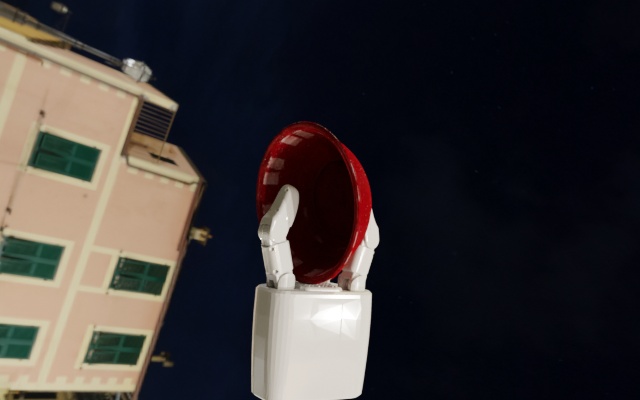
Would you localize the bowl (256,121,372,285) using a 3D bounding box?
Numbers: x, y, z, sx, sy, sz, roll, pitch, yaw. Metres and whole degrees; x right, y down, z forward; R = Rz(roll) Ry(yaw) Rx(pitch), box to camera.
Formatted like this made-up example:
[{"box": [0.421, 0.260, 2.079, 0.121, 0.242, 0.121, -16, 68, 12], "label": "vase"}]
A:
[{"box": [0.001, 0.000, 0.490, 0.055, 0.162, 0.162, -5, 3, -40], "label": "bowl"}]
